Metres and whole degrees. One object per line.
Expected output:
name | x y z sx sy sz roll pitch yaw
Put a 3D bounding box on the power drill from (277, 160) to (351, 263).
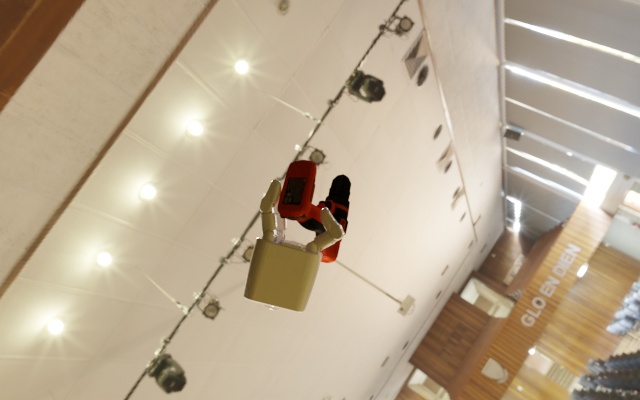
power drill | 0.000 0.003 0.878 0.057 0.184 0.188 -1 -26 28
